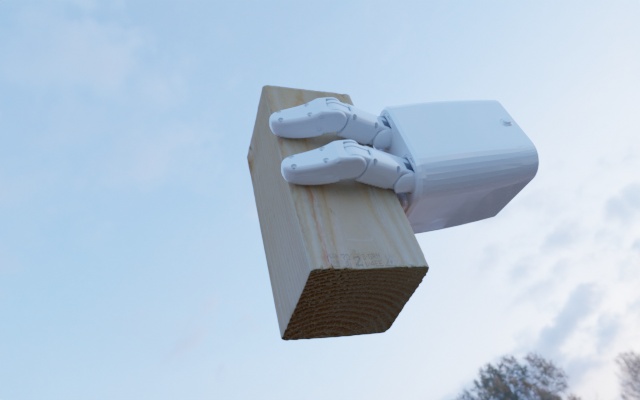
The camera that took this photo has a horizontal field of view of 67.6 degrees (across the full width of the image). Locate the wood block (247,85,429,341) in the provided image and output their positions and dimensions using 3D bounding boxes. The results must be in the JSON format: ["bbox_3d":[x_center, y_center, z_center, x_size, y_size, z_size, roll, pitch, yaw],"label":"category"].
[{"bbox_3d":[0.000,0.001,0.405,0.090,0.206,0.091,1,-45,-20],"label":"wood block"}]
